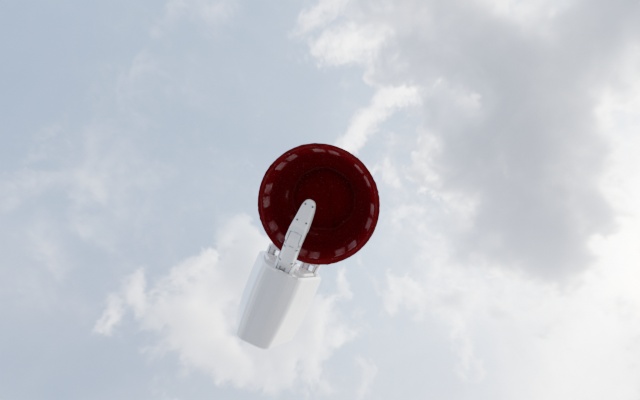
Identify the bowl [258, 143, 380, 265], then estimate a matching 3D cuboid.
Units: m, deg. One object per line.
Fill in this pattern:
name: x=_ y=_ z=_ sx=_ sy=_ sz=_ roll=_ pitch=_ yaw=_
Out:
bowl: x=0.001 y=0.001 z=0.645 sx=0.162 sy=0.162 sz=0.055 roll=0 pitch=10 yaw=10
